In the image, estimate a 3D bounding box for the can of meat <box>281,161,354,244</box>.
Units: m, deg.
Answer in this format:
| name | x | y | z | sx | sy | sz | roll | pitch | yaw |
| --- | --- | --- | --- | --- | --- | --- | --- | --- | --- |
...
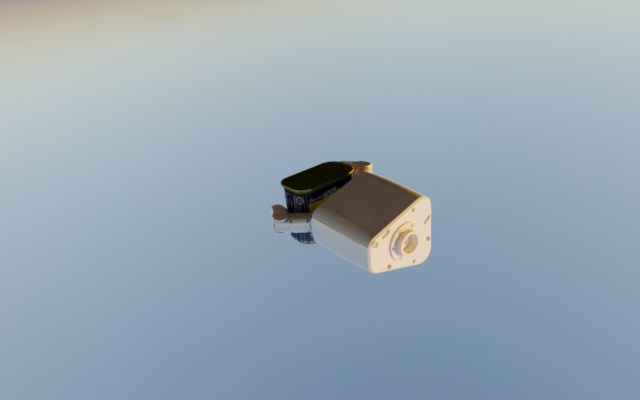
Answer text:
| name | x | y | z | sx | sy | sz | roll | pitch | yaw |
| --- | --- | --- | --- | --- | --- | --- | --- | --- | --- |
| can of meat | 0.000 | 0.002 | 0.665 | 0.102 | 0.084 | 0.057 | -25 | 31 | -33 |
